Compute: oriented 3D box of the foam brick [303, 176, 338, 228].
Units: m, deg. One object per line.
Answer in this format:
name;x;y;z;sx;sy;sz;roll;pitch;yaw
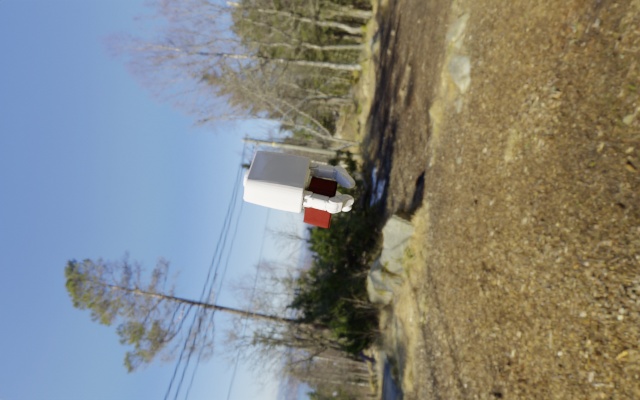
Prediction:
foam brick;0.000;0.003;0.898;0.051;0.078;0.053;10;27;2
